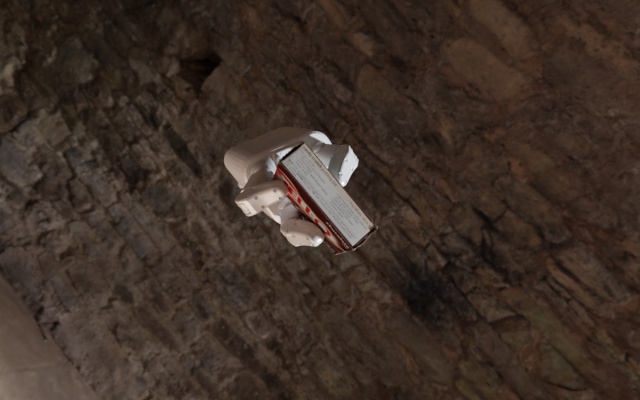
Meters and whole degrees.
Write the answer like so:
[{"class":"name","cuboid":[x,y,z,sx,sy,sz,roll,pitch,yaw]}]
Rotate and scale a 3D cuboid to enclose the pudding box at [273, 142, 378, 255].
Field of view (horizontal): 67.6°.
[{"class":"pudding box","cuboid":[0.000,0.002,0.492,0.039,0.113,0.090,-42,-1,-12]}]
